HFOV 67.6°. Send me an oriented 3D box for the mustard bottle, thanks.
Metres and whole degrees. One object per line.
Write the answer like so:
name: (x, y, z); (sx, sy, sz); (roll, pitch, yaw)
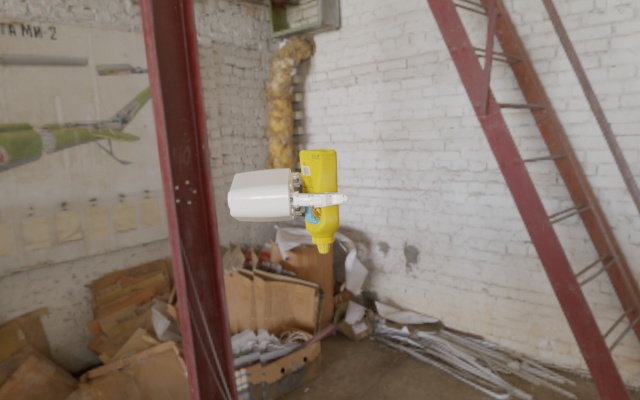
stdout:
mustard bottle: (0.000, 0.003, 0.875); (0.058, 0.191, 0.096); (-8, 10, -25)
